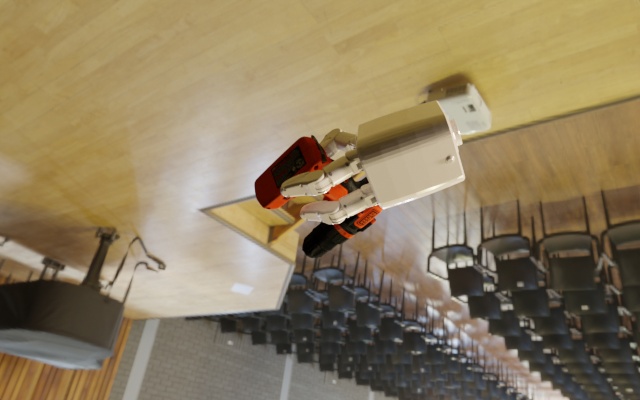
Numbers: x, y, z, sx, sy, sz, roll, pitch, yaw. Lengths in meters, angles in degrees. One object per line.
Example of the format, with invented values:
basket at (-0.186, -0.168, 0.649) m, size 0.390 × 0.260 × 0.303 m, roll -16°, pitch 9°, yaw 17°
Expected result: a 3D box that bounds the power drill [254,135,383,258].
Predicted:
power drill at (0.000, 0.002, 0.662) m, size 0.184 × 0.057 × 0.188 m, roll -42°, pitch -40°, yaw 19°
